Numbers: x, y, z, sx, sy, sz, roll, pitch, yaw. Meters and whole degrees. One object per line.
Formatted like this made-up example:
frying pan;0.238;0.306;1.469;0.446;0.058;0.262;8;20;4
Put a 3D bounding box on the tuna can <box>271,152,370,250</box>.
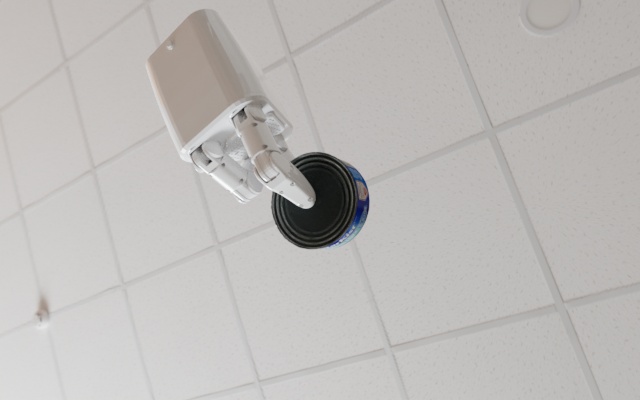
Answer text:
tuna can;0.000;0.002;0.430;0.086;0.086;0.034;0;-5;28
